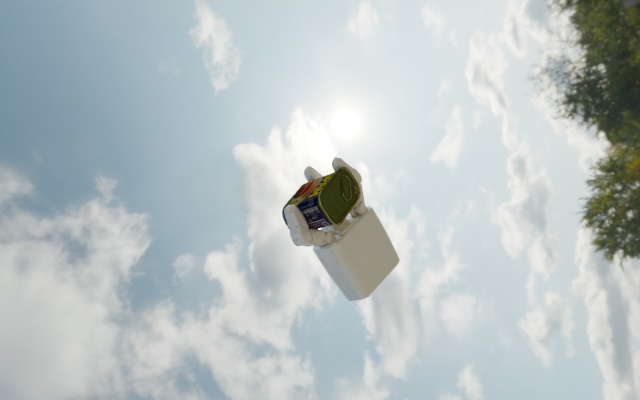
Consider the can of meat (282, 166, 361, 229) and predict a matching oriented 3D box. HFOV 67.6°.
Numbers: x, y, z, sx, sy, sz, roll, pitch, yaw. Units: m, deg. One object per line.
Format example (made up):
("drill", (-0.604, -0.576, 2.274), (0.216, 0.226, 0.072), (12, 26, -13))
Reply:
("can of meat", (0.000, 0.002, 0.720), (0.084, 0.057, 0.102), (-20, 22, 39))
